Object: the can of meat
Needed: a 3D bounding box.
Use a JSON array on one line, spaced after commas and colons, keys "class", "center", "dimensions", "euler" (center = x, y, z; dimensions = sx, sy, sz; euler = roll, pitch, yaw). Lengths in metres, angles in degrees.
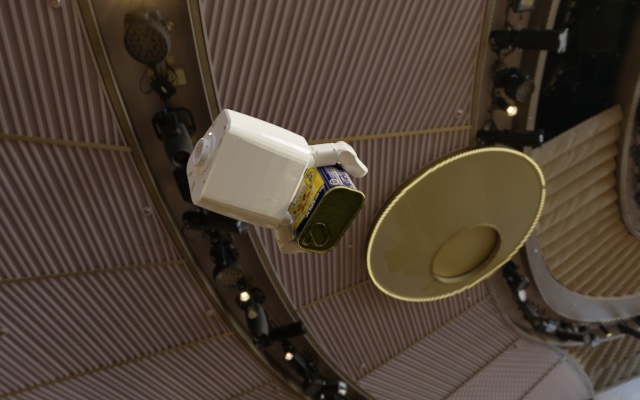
[{"class": "can of meat", "center": [0.000, 0.002, 0.611], "dimensions": [0.057, 0.102, 0.084], "euler": [15, 30, -32]}]
